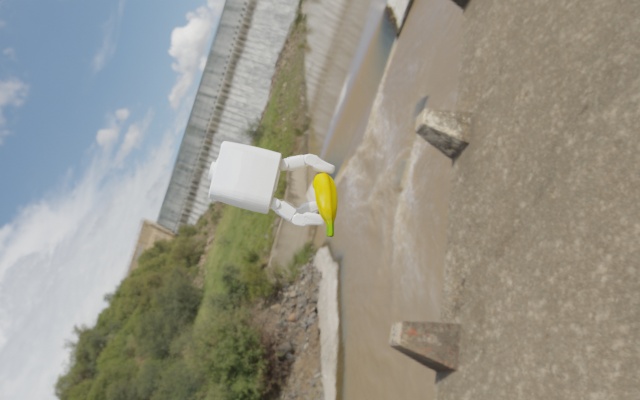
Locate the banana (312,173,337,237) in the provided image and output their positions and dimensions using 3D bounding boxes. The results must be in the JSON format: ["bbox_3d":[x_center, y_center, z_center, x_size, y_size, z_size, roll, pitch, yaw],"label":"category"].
[{"bbox_3d":[0.004,-0.012,0.848,0.037,0.070,0.197,10,24,-8],"label":"banana"}]
